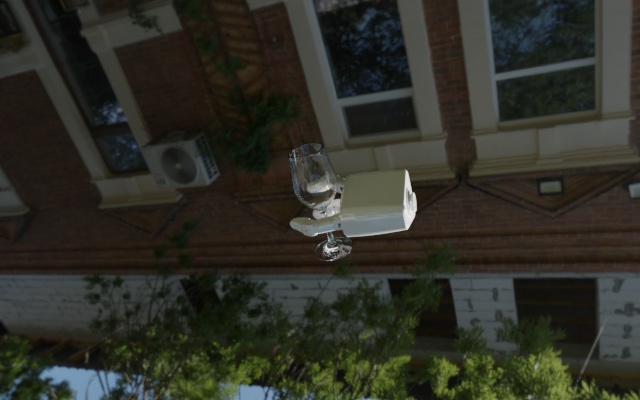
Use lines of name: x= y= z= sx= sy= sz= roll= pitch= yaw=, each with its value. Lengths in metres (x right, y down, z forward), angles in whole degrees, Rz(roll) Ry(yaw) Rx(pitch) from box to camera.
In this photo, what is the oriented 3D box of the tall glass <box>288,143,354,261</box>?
tall glass: x=0.000 y=0.003 z=0.834 sx=0.079 sy=0.201 sz=0.079 roll=-13 pitch=26 yaw=7
